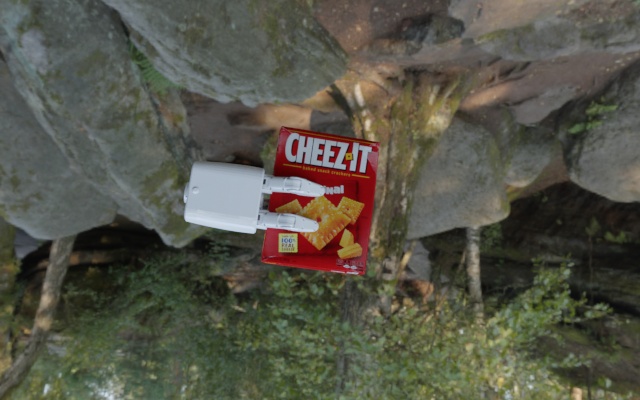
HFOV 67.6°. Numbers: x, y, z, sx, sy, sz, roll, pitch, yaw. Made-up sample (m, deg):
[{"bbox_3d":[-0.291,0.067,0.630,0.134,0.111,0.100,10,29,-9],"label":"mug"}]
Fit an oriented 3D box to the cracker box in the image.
[{"bbox_3d":[0.000,0.003,0.761,0.164,0.213,0.072,8,-7,-6],"label":"cracker box"}]
